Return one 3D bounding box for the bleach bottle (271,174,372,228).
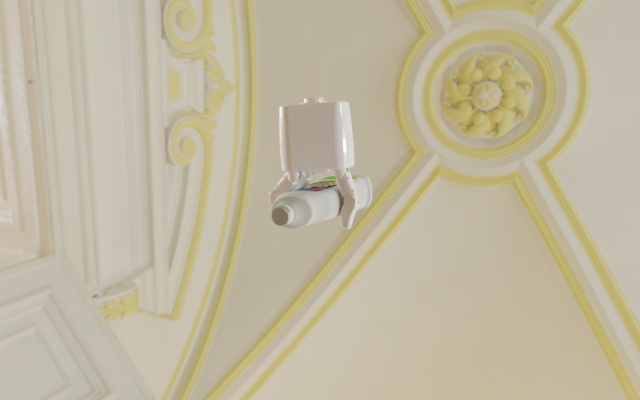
[{"bbox_3d":[0.000,0.003,0.797,0.102,0.068,0.251,1,10,24],"label":"bleach bottle"}]
